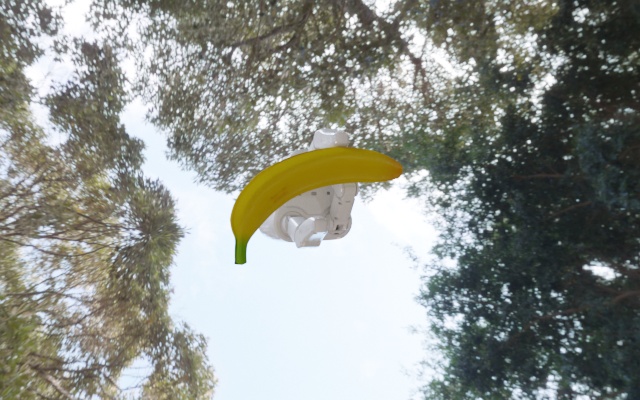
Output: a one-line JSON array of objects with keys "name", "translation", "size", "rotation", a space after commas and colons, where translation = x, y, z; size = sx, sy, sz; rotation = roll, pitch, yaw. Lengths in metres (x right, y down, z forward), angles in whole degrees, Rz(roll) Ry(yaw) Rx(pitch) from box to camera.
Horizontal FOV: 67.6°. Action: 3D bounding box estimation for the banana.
[{"name": "banana", "translation": [-0.011, -0.014, 0.464], "size": [0.198, 0.069, 0.037], "rotation": [-28, 6, -19]}]
